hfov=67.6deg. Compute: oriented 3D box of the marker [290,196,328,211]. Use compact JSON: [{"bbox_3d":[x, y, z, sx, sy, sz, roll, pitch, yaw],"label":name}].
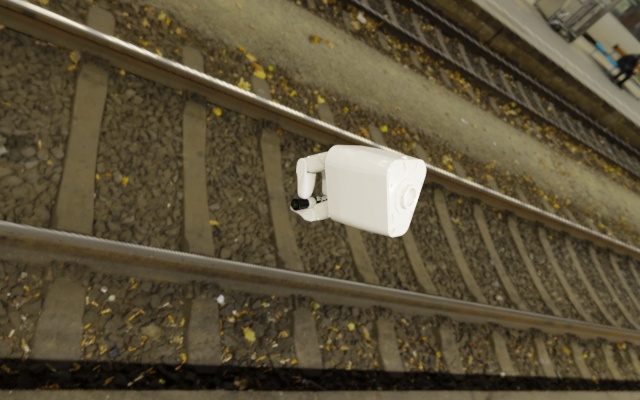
[{"bbox_3d":[0.000,0.002,0.741,0.020,0.020,0.121,0,4,43],"label":"marker"}]
